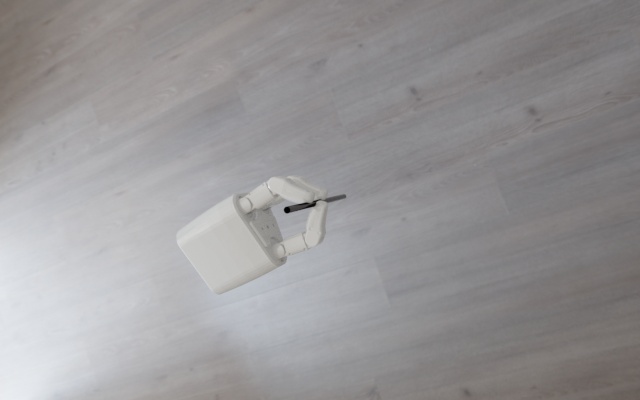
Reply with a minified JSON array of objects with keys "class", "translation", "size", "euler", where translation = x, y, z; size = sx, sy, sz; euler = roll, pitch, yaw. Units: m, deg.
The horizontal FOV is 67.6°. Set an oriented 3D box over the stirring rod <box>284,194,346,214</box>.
[{"class":"stirring rod","translation":[0.000,0.002,0.639],"size":[0.011,0.011,0.239],"euler":[0,4,18]}]
